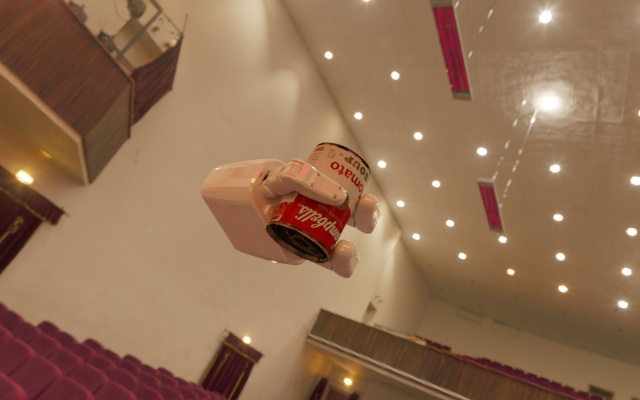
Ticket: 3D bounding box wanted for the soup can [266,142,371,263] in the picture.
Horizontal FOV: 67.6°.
[{"bbox_3d":[0.000,0.001,0.475,0.068,0.102,0.068,24,-24,12],"label":"soup can"}]
